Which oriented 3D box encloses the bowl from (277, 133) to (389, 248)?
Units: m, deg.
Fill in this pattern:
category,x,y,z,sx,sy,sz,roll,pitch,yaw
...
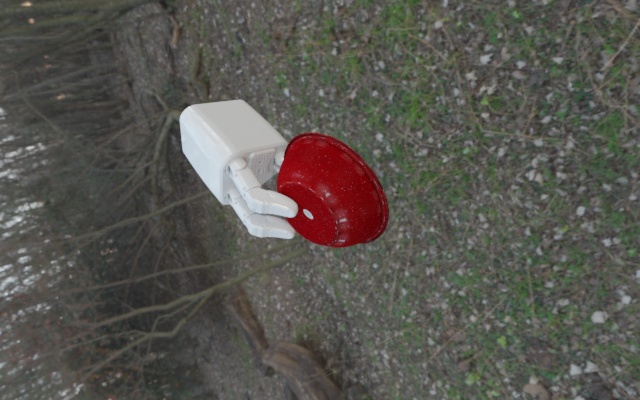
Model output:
category,x,y,z,sx,sy,sz,roll,pitch,yaw
bowl,0.001,0.003,0.574,0.162,0.162,0.055,0,34,47
